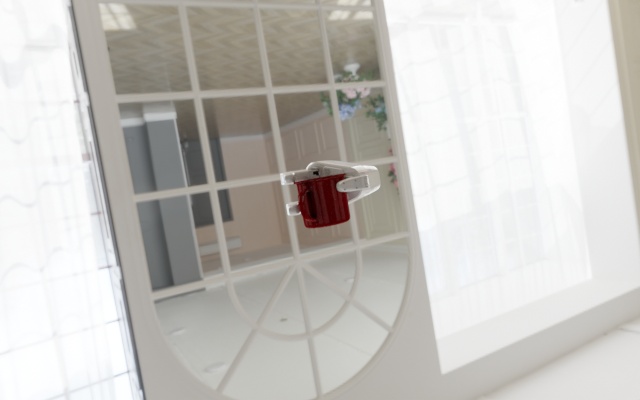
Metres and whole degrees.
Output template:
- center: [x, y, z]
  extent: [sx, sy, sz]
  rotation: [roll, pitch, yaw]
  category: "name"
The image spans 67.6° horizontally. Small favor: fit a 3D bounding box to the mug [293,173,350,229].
- center: [0.000, 0.003, 0.812]
  extent: [0.093, 0.081, 0.117]
  rotation: [-8, 4, 29]
  category: "mug"
